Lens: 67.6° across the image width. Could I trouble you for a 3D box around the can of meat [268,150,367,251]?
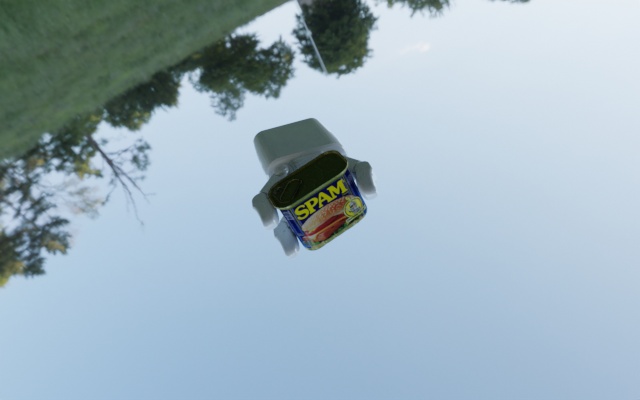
[{"bbox_3d":[0.000,0.002,0.592,0.102,0.084,0.057,-33,38,-4],"label":"can of meat"}]
